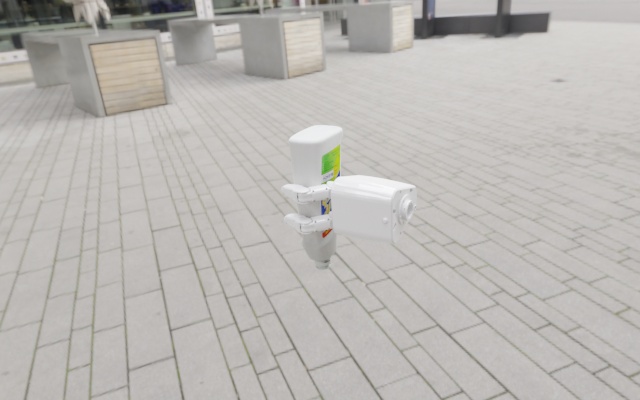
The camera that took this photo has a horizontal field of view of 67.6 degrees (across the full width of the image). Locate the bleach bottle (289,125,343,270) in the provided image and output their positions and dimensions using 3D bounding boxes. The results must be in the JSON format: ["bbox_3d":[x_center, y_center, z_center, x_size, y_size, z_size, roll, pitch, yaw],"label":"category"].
[{"bbox_3d":[0.000,0.003,0.838,0.068,0.251,0.102,10,27,30],"label":"bleach bottle"}]
